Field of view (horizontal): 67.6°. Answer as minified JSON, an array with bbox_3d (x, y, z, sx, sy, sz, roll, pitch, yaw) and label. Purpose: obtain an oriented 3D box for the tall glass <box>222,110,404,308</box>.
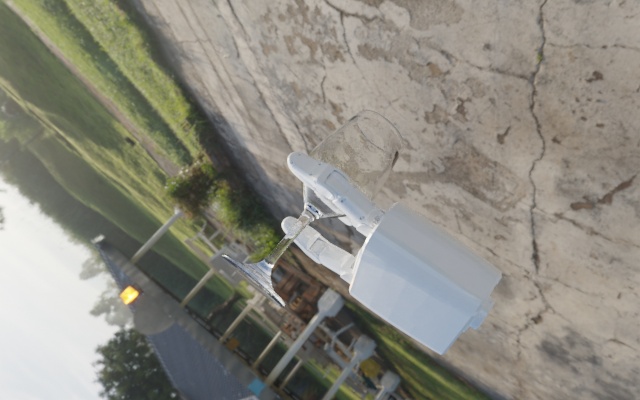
[{"bbox_3d":[0.000,0.002,0.463,0.079,0.201,0.079,35,-18,14],"label":"tall glass"}]
